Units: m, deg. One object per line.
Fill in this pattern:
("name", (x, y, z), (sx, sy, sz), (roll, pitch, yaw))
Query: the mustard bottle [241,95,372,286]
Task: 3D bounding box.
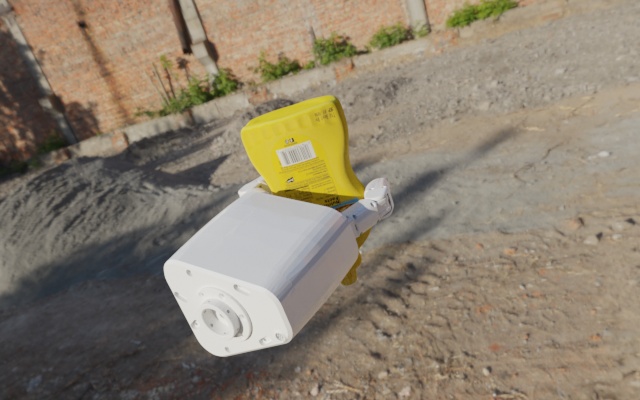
("mustard bottle", (0.000, 0.001, 0.470), (0.096, 0.192, 0.058), (-15, 21, 12))
